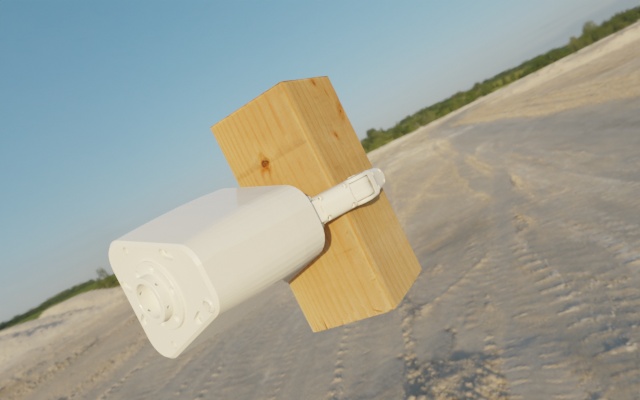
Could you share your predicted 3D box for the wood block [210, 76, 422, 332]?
[{"bbox_3d":[0.000,0.001,0.441,0.091,0.206,0.090,-24,4,31],"label":"wood block"}]
